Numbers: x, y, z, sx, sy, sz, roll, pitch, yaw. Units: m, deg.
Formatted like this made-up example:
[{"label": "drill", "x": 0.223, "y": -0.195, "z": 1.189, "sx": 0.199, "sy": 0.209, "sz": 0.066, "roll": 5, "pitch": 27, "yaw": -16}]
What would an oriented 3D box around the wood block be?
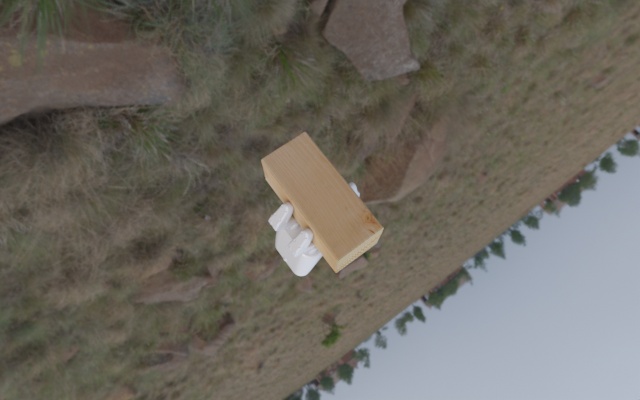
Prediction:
[{"label": "wood block", "x": 0.000, "y": 0.003, "z": 0.784, "sx": 0.091, "sy": 0.206, "sz": 0.090, "roll": -34, "pitch": -17, "yaw": -13}]
